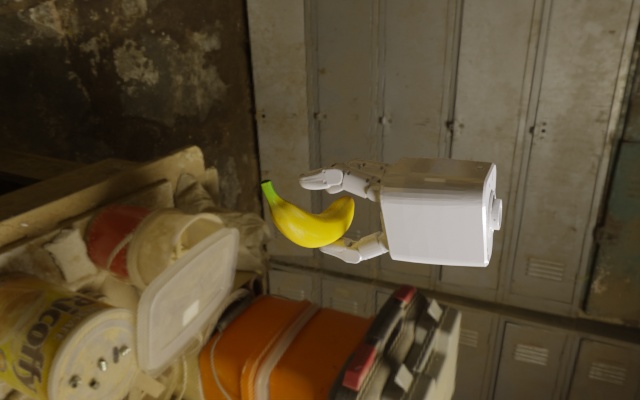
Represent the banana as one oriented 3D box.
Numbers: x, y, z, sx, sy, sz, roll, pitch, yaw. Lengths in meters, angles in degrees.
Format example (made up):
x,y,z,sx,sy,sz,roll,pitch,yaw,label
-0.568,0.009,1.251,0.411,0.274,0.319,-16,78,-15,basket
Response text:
x,y,z,sx,sy,sz,roll,pitch,yaw,label
-0.002,0.020,0.556,0.037,0.069,0.198,-2,-6,27,banana
